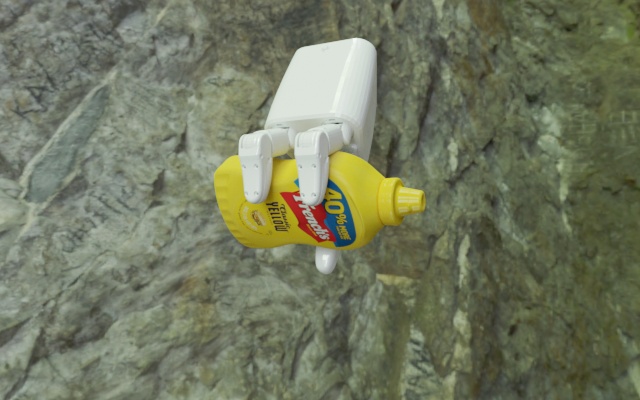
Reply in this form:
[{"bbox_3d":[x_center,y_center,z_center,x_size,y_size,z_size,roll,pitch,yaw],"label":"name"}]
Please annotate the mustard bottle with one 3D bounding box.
[{"bbox_3d":[0.000,0.002,0.440,0.191,0.096,0.058,-1,32,26],"label":"mustard bottle"}]
